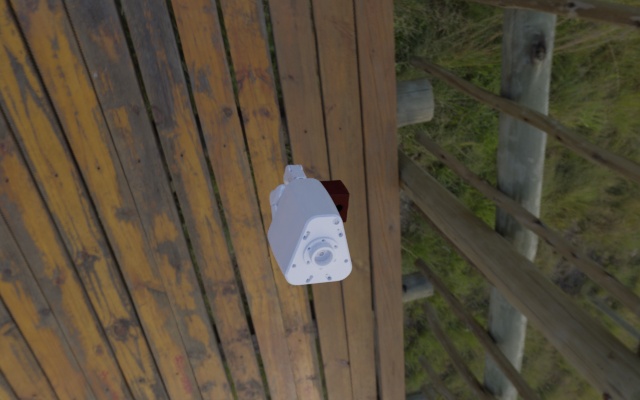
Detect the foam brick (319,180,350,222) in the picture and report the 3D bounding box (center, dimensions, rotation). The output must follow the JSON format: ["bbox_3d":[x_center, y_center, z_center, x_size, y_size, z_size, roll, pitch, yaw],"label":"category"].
[{"bbox_3d":[0.000,0.002,0.741,0.078,0.053,0.051,-3,27,-17],"label":"foam brick"}]
